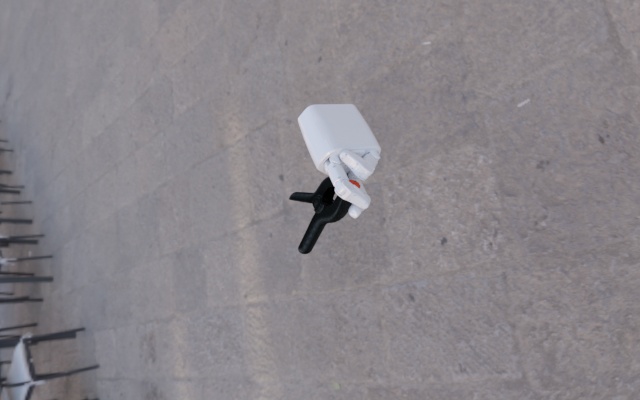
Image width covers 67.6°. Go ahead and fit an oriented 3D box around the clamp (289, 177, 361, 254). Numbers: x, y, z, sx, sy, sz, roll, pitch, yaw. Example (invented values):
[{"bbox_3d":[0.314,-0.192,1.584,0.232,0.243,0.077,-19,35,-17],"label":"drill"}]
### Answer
[{"bbox_3d":[0.000,0.003,0.829,0.039,0.120,0.171,5,-39,-43],"label":"clamp"}]
